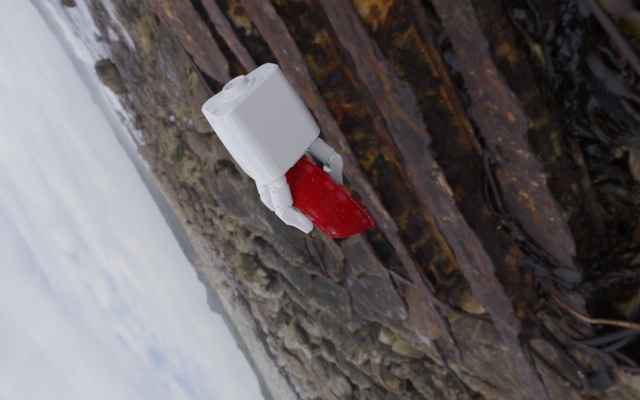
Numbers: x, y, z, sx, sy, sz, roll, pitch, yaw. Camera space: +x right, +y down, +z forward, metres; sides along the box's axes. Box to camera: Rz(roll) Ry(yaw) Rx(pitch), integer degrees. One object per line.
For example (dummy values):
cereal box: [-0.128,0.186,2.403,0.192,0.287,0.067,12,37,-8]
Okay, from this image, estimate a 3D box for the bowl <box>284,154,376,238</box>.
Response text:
bowl: [0.001,0.003,0.668,0.162,0.055,0.162,41,-5,4]
